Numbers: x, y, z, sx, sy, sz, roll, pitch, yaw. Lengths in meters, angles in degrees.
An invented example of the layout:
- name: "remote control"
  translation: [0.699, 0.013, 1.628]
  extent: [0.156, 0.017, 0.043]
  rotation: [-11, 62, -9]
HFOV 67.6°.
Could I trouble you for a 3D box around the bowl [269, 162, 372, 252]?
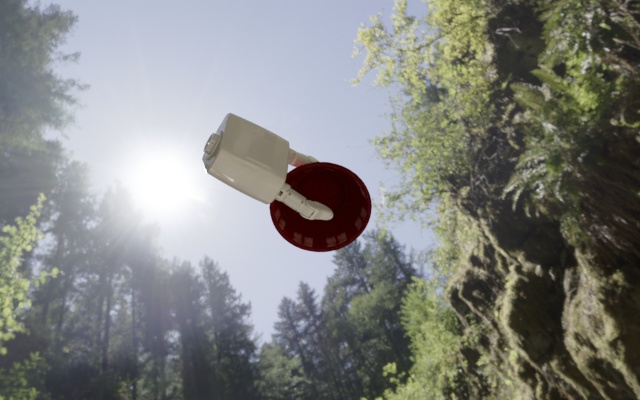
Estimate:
- name: "bowl"
  translation: [0.001, 0.003, 0.774]
  extent: [0.162, 0.162, 0.055]
  rotation: [0, 27, -1]
